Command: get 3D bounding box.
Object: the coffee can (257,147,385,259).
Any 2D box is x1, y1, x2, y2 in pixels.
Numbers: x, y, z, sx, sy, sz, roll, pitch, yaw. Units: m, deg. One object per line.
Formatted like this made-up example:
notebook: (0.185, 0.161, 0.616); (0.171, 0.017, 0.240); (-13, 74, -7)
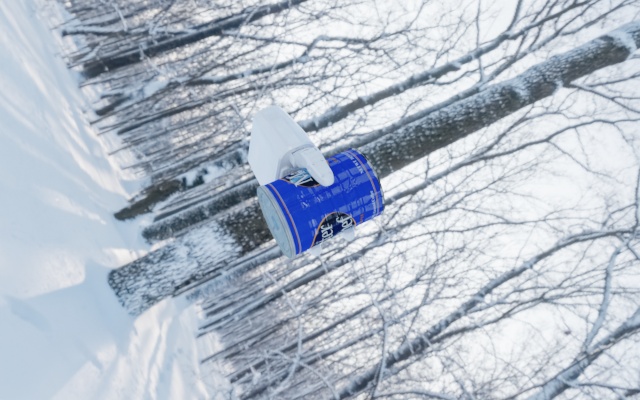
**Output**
coffee can: (0.000, 0.002, 0.639); (0.140, 0.103, 0.103); (-24, 7, -16)
